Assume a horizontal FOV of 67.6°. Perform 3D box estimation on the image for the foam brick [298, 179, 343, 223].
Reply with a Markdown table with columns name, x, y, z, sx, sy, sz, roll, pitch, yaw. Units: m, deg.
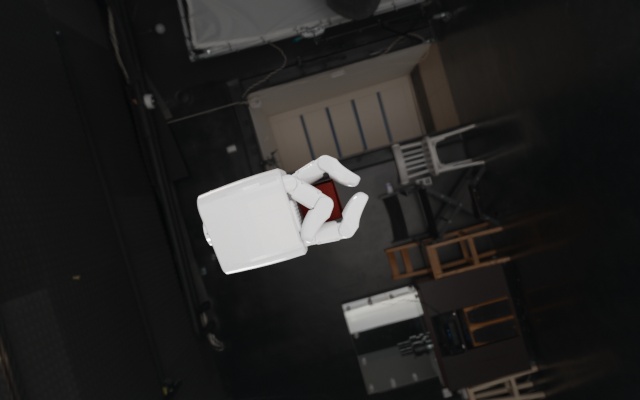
| name | x | y | z | sx | sy | sz | roll | pitch | yaw |
| --- | --- | --- | --- | --- | --- | --- | --- | --- | --- |
| foam brick | 0.000 | 0.002 | 0.642 | 0.051 | 0.053 | 0.078 | -18 | 1 | 3 |
